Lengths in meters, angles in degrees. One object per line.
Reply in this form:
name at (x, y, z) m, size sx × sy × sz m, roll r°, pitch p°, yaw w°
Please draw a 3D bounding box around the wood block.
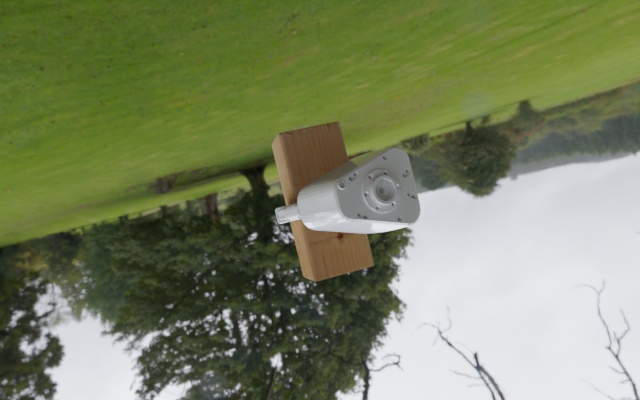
wood block at (0.000, 0.002, 0.691) m, size 0.091 × 0.206 × 0.090 m, roll -13°, pitch -1°, yaw -13°
